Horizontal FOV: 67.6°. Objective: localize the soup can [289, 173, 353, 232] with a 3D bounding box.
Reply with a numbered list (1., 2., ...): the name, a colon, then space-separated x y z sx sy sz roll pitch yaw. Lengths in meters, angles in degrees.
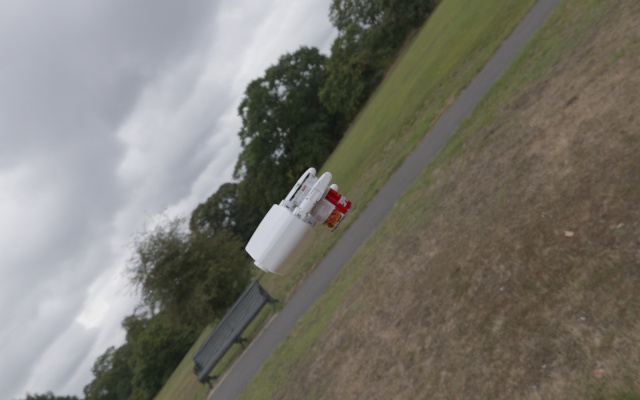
1. soup can: 0.000 0.002 0.900 0.102 0.068 0.068 36 -3 -4
